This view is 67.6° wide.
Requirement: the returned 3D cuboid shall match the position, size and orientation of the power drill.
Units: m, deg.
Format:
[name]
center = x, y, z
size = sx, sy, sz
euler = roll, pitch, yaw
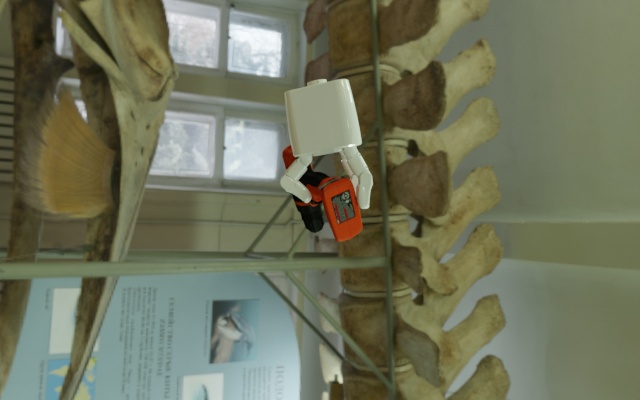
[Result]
[power drill]
center = 0.000, 0.003, 0.845
size = 0.057, 0.184, 0.187
euler = -27, 29, -18
